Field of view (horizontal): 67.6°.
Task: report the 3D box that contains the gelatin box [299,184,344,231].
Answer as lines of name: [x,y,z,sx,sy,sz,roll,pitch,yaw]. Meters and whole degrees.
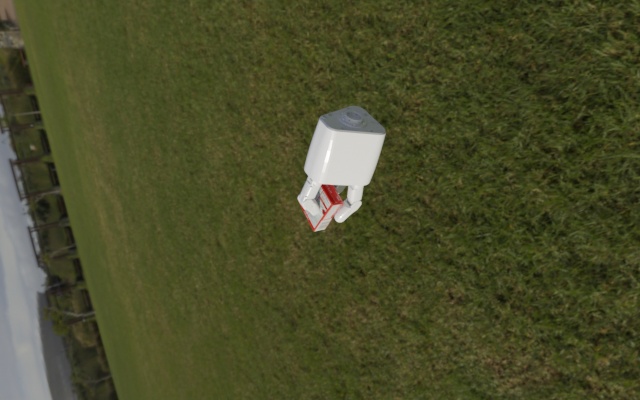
gelatin box: [0.000,0.003,0.896,0.030,0.073,0.089,-9,-33,-35]
